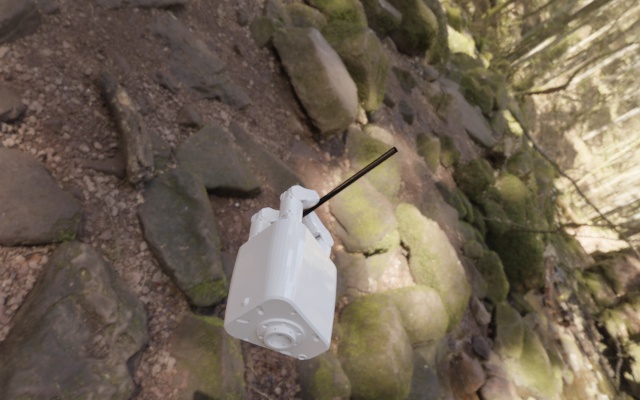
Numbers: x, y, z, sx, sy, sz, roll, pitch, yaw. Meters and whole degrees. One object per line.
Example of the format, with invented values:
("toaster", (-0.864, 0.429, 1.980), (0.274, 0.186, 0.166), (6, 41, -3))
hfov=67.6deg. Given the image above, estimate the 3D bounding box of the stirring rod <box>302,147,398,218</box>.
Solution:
("stirring rod", (0.000, 0.002, 0.603), (0.239, 0.011, 0.011), (-35, -19, 30))
